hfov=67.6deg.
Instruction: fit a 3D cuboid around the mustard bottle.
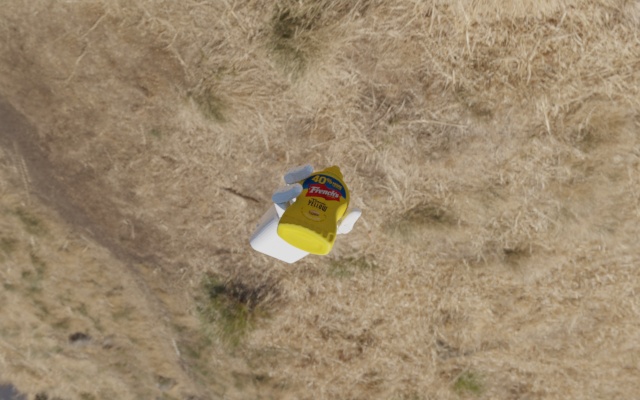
[{"bbox_3d":[0.000,0.003,0.837,0.096,0.058,0.191,21,46,4],"label":"mustard bottle"}]
